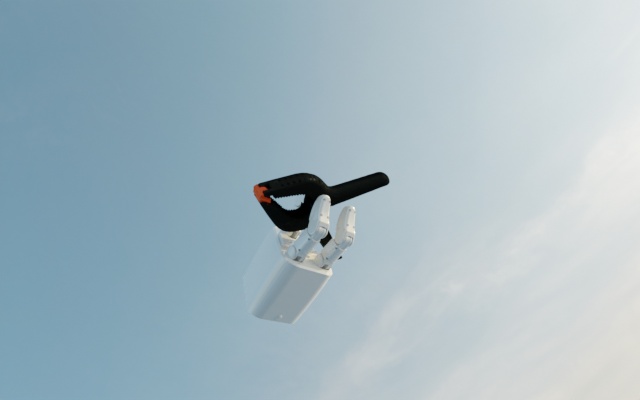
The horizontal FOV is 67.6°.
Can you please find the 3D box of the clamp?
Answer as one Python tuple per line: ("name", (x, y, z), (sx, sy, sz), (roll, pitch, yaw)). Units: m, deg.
("clamp", (-0.001, 0.002, 0.701), (0.210, 0.164, 0.036), (22, 19, -41))
